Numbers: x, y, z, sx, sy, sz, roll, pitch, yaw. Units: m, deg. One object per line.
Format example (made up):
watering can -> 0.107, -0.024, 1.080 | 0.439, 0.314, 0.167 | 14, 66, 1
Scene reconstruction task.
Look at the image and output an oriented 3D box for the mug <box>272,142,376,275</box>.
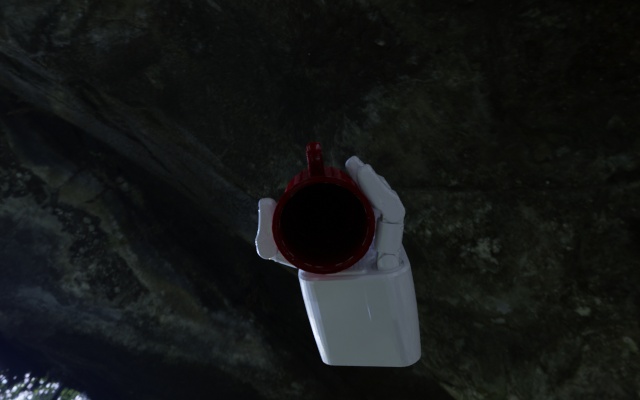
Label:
mug -> 0.000, 0.000, 0.461 | 0.093, 0.117, 0.081 | -10, 16, 2
